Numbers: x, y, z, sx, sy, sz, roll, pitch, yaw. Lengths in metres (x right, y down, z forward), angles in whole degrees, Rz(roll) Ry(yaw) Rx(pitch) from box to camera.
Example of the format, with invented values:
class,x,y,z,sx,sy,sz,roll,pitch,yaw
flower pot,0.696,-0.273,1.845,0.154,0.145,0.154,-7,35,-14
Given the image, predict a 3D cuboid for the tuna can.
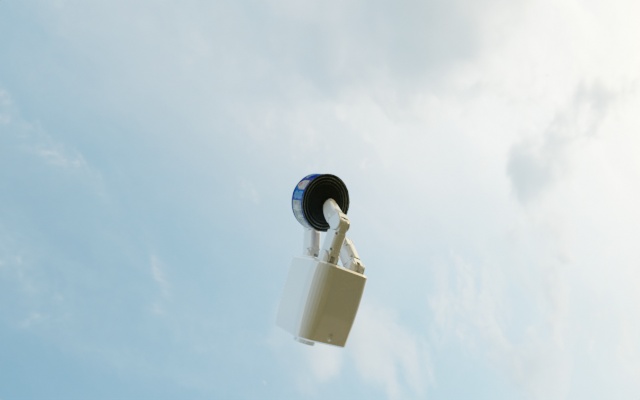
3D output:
class,x,y,z,sx,sy,sz,roll,pitch,yaw
tuna can,0.000,0.002,0.708,0.086,0.086,0.034,0,5,-36
